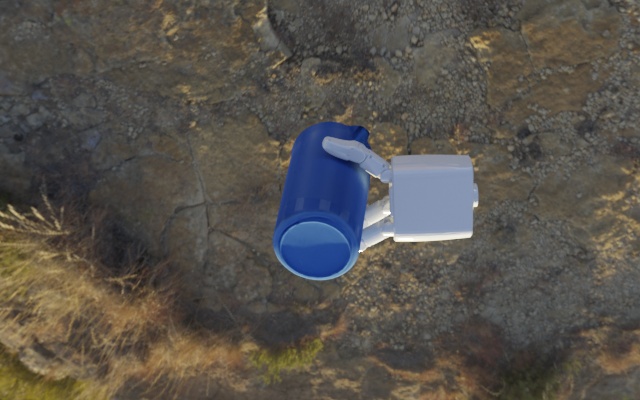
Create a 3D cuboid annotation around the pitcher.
[{"bbox_3d":[0.000,0.002,0.681,0.145,0.149,0.242,0,33,8],"label":"pitcher"}]
